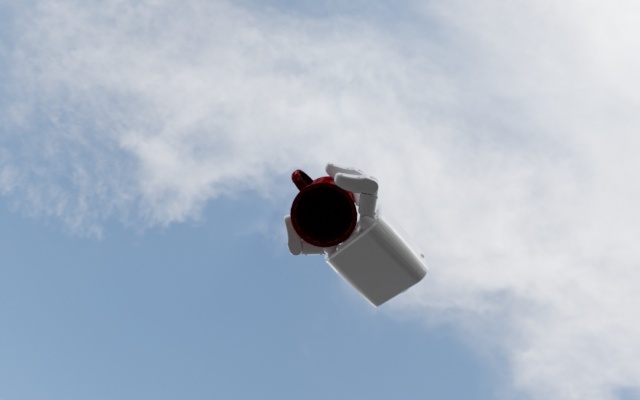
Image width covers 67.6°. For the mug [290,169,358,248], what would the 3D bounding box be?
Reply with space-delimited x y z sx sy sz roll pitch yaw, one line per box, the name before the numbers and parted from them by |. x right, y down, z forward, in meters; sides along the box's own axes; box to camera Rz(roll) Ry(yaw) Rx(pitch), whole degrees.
mug | -0.001 0.001 0.691 0.093 0.117 0.081 -42 7 14
